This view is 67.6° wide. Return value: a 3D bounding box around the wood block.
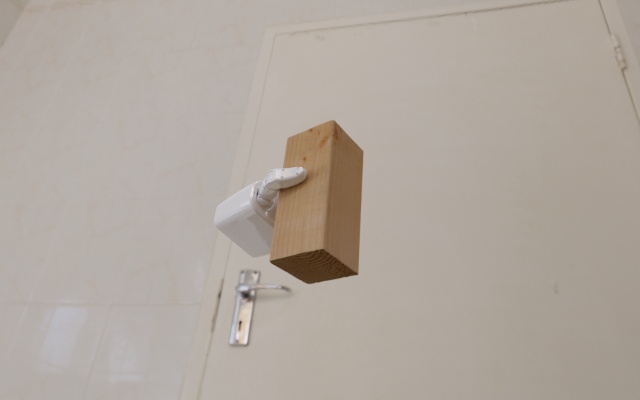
[{"bbox_3d":[0.000,0.002,0.683,0.090,0.206,0.091,-17,-37,32],"label":"wood block"}]
